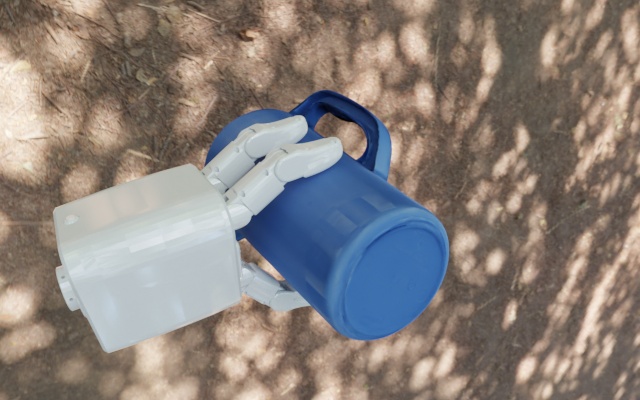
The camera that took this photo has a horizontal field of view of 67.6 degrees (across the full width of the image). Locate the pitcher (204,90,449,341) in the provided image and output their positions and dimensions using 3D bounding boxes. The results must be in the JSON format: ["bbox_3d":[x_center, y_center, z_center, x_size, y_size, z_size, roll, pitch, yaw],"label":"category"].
[{"bbox_3d":[0.000,0.001,0.424,0.145,0.149,0.242,-18,31,-24],"label":"pitcher"}]
